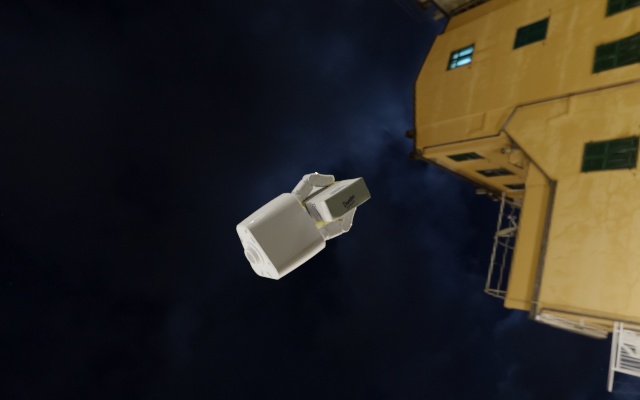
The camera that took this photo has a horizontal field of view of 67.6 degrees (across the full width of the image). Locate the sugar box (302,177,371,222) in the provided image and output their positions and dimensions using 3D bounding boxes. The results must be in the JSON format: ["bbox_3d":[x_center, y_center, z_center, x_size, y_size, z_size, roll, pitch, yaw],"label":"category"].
[{"bbox_3d":[0.000,0.003,0.870,0.093,0.048,0.176,-31,16,-30],"label":"sugar box"}]
